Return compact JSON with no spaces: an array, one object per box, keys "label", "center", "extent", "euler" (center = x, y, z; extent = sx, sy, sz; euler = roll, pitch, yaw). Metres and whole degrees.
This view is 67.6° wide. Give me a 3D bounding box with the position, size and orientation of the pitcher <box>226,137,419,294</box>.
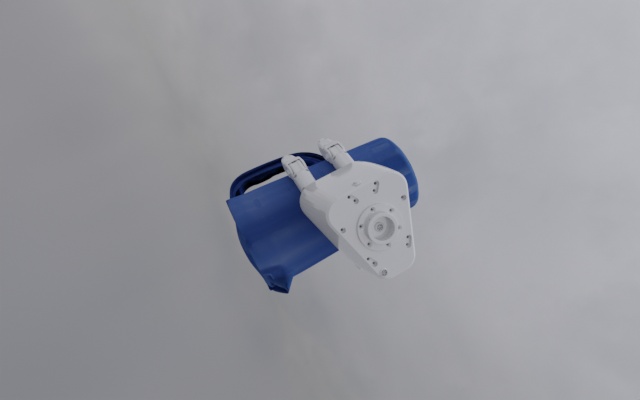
[{"label":"pitcher","center":[0.000,0.002,0.652],"extent":[0.243,0.149,0.145],"euler":[-26,13,-10]}]
